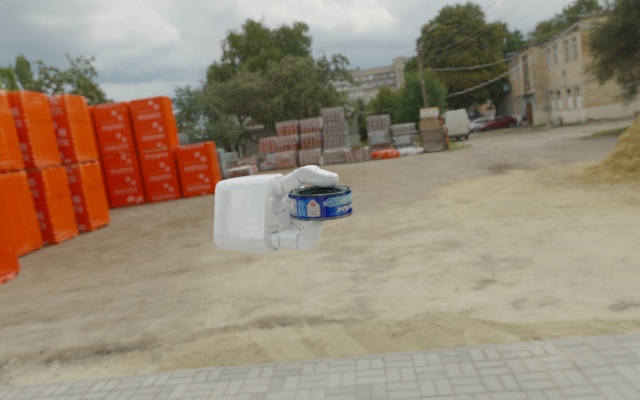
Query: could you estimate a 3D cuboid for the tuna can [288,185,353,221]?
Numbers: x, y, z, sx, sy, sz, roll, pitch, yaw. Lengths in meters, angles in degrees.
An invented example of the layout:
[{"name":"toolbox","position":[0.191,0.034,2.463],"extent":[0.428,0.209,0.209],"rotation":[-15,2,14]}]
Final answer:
[{"name":"tuna can","position":[0.000,0.002,0.637],"extent":[0.086,0.034,0.086],"rotation":[-4,10,1]}]
